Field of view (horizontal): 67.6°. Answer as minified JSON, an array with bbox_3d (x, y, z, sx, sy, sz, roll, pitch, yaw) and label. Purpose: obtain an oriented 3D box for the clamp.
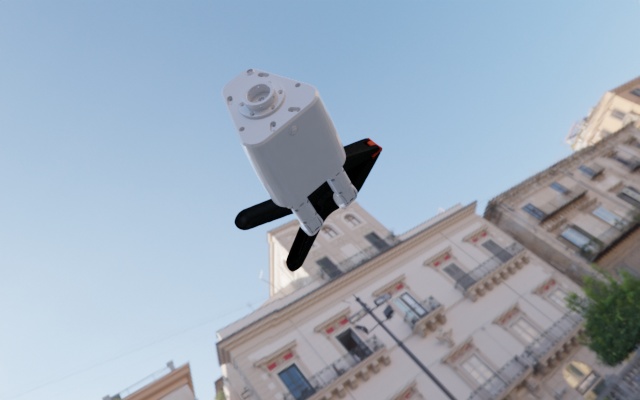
[{"bbox_3d":[0.000,0.001,0.631,0.036,0.210,0.165,43,-12,33],"label":"clamp"}]
